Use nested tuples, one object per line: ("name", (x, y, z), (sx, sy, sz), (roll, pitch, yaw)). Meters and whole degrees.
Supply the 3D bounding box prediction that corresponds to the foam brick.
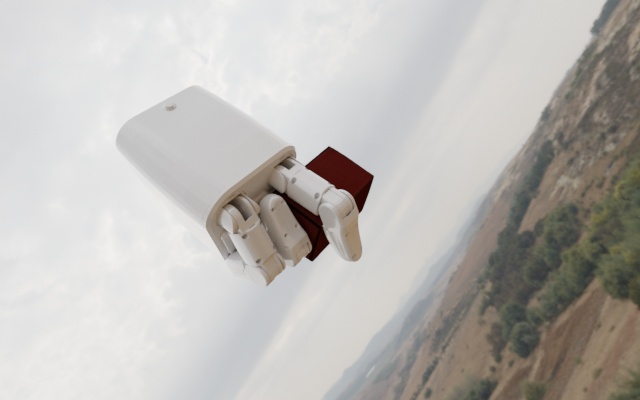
("foam brick", (0.000, 0.001, 0.408), (0.051, 0.053, 0.078), (36, 53, 16))
